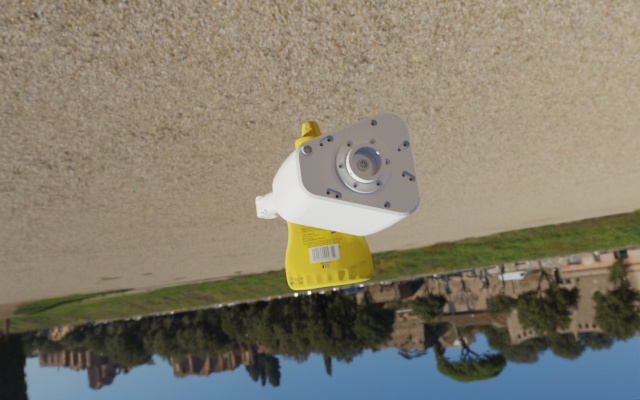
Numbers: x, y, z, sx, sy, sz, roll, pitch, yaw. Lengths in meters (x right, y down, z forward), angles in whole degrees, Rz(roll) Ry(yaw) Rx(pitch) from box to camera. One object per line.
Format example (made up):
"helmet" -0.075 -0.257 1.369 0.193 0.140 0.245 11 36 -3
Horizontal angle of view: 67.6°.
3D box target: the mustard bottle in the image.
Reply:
"mustard bottle" 0.000 0.002 0.550 0.096 0.191 0.058 -9 -9 10
